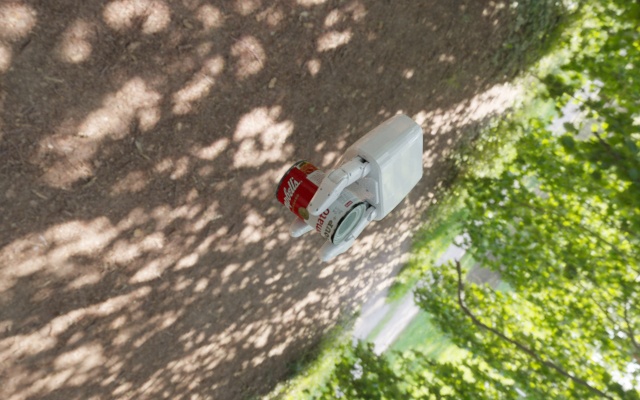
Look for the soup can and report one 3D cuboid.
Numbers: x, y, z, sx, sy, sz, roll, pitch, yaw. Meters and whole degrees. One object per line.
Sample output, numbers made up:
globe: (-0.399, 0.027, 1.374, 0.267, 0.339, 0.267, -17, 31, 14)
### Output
soup can: (0.000, 0.002, 0.627, 0.102, 0.068, 0.068, 37, 15, 21)
